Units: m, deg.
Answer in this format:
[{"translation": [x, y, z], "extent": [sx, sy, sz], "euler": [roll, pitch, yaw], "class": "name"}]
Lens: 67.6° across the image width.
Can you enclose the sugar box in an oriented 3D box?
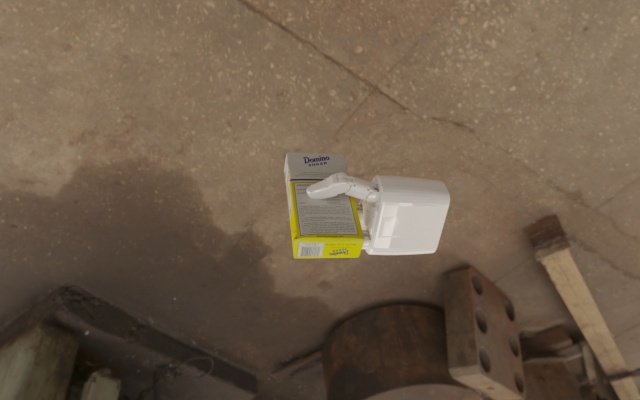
[{"translation": [0.000, 0.003, 0.690], "extent": [0.093, 0.048, 0.176], "euler": [1, 43, -11], "class": "sugar box"}]
